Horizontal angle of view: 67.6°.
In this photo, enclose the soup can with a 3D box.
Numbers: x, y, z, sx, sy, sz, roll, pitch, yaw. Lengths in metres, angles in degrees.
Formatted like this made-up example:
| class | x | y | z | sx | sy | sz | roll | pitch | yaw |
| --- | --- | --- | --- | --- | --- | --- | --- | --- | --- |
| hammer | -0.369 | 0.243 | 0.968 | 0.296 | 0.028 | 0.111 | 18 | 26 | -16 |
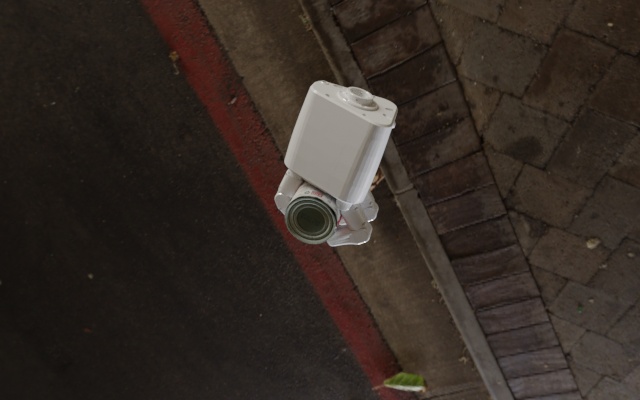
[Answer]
| class | x | y | z | sx | sy | sz | roll | pitch | yaw |
| --- | --- | --- | --- | --- | --- | --- | --- | --- | --- |
| soup can | 0.000 | 0.003 | 0.618 | 0.068 | 0.068 | 0.102 | 0 | 28 | 16 |
